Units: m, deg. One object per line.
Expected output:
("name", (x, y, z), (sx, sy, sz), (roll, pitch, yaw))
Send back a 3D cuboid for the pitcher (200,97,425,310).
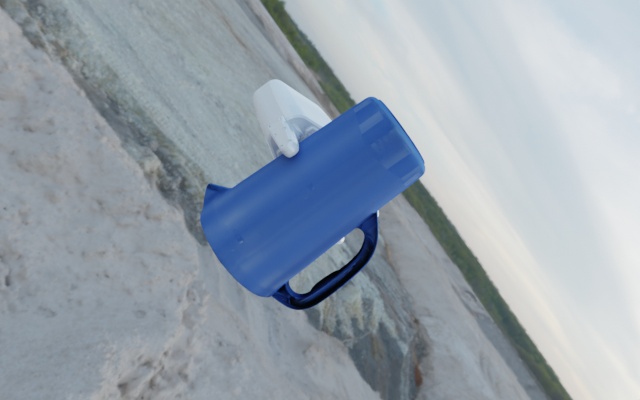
("pitcher", (0.000, 0.002, 0.551), (0.243, 0.145, 0.149), (-36, -46, 8))
